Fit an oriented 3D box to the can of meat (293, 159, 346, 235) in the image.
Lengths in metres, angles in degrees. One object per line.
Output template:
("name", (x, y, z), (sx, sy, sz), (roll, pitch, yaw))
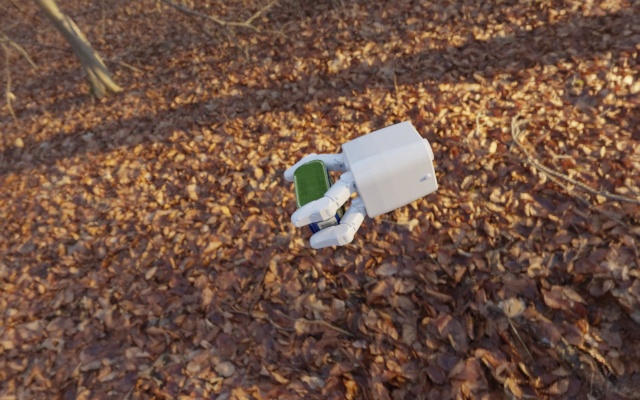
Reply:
("can of meat", (0.000, 0.002, 0.704), (0.057, 0.102, 0.084), (-19, -44, 8))
